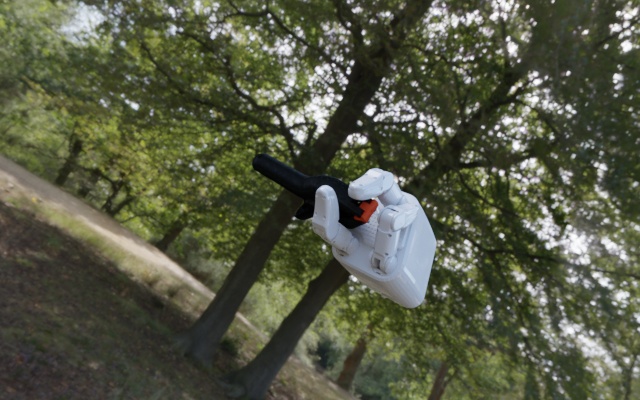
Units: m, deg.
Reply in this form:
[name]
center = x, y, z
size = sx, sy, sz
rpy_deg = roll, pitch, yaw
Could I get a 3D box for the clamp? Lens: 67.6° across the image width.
[clamp]
center = 0.000, 0.001, 0.582
size = 0.171, 0.039, 0.120
rpy_deg = 23, -17, 38
